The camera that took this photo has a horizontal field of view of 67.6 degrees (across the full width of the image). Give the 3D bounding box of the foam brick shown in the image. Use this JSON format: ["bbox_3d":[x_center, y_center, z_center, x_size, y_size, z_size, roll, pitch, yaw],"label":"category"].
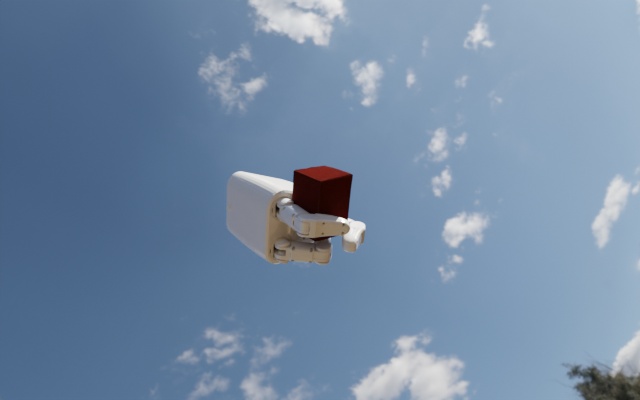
[{"bbox_3d":[0.000,0.002,0.577,0.053,0.078,0.051,-12,26,-39],"label":"foam brick"}]
